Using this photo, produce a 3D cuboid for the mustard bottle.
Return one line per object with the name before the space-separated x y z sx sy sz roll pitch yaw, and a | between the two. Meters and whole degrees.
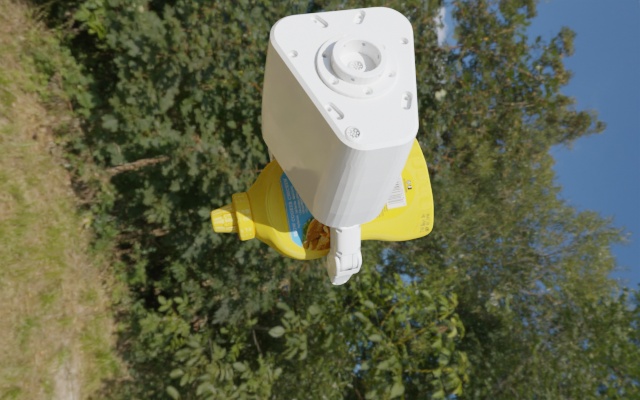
mustard bottle | 0.000 0.001 0.425 0.191 0.096 0.058 -10 1 -12
